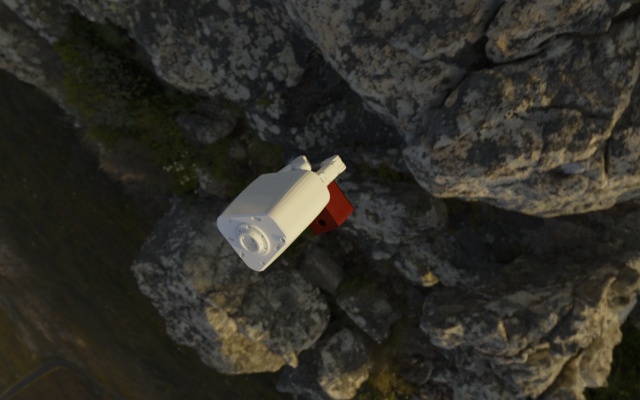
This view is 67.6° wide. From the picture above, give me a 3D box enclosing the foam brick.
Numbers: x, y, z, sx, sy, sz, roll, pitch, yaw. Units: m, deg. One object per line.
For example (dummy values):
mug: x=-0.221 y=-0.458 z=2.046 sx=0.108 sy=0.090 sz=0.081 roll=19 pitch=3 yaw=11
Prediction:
foam brick: x=0.000 y=0.002 z=0.695 sx=0.053 sy=0.078 sz=0.051 roll=-25 pitch=17 yaw=41
